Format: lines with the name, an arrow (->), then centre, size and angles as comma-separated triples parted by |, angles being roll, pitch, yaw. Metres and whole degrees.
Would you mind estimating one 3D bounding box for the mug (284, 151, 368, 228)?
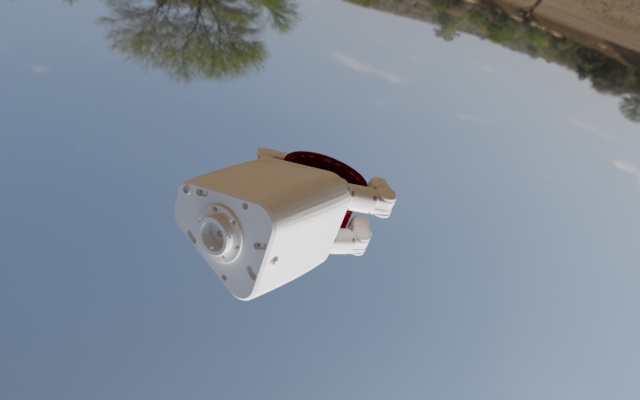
mug -> 0.001, 0.002, 0.525 | 0.093, 0.081, 0.117 | 33, 28, 23
